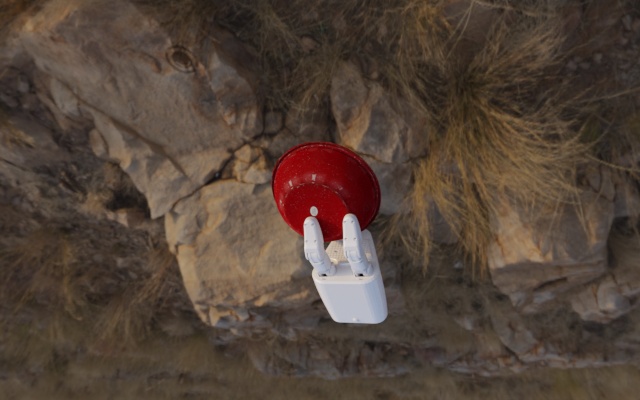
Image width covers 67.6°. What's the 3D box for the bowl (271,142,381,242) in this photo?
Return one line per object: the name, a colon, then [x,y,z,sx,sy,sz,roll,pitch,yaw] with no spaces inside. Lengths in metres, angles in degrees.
bowl: [-0.001,0.001,0.661,0.162,0.162,0.055,0,31,17]
